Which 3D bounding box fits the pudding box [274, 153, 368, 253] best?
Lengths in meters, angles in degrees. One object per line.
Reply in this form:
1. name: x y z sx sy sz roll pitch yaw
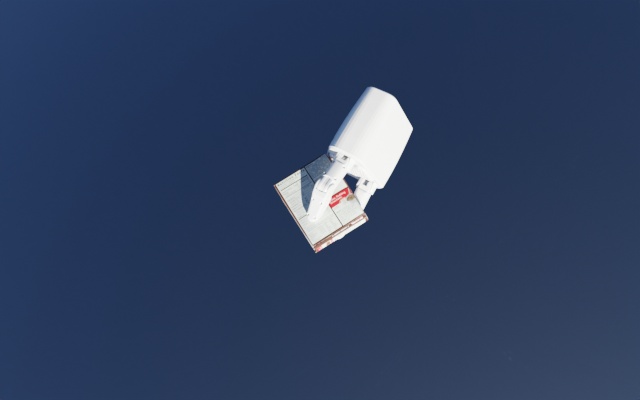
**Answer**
1. pudding box: 0.000 0.002 0.677 0.090 0.113 0.039 -32 -20 -2
